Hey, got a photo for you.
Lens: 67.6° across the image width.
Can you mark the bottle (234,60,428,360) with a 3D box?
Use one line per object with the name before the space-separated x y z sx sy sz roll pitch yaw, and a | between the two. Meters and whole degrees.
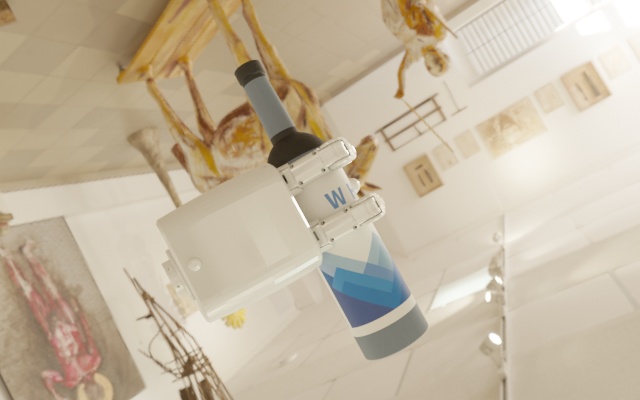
bottle | 0.000 0.002 0.450 0.069 0.295 0.069 -29 -3 -2
